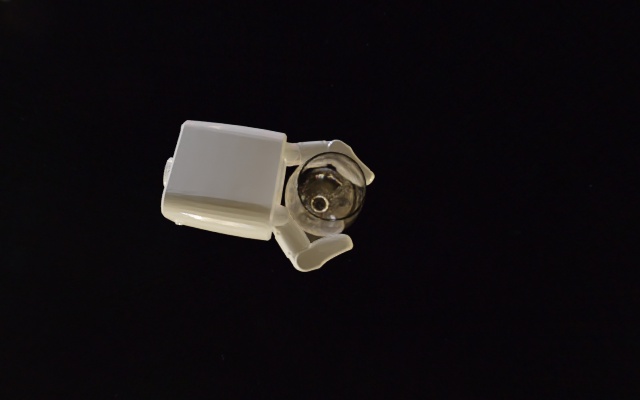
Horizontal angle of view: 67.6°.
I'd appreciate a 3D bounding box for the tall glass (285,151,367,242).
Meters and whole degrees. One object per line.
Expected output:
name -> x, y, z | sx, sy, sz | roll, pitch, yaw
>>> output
tall glass -> 0.000, 0.002, 0.511 | 0.079, 0.079, 0.201 | 0, -8, -6
